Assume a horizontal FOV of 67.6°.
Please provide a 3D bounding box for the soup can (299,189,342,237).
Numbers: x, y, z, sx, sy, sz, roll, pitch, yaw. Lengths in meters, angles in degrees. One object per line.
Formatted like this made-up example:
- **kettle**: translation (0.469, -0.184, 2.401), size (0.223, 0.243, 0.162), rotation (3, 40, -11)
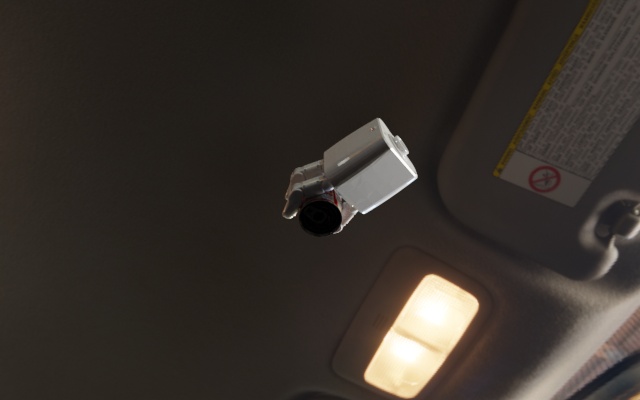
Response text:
- **soup can**: translation (0.000, 0.003, 0.780), size (0.068, 0.068, 0.102), rotation (0, 31, 0)
